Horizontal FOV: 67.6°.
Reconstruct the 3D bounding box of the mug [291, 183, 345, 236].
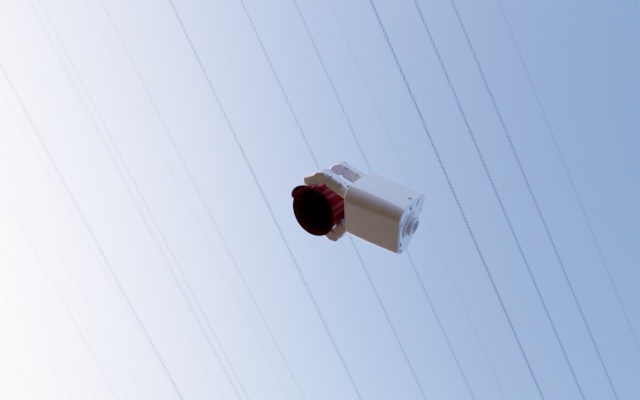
[{"bbox_3d":[-0.001,0.002,0.882,0.117,0.093,0.081,27,33,27],"label":"mug"}]
